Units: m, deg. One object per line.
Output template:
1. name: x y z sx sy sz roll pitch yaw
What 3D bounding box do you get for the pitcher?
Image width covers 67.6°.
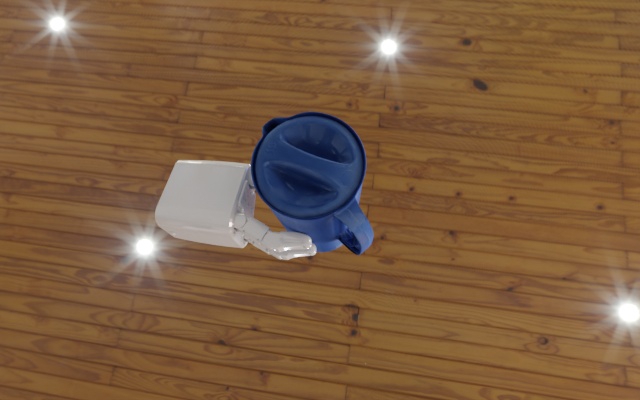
1. pitcher: 0.000 0.002 0.649 0.145 0.149 0.243 3 -18 6
